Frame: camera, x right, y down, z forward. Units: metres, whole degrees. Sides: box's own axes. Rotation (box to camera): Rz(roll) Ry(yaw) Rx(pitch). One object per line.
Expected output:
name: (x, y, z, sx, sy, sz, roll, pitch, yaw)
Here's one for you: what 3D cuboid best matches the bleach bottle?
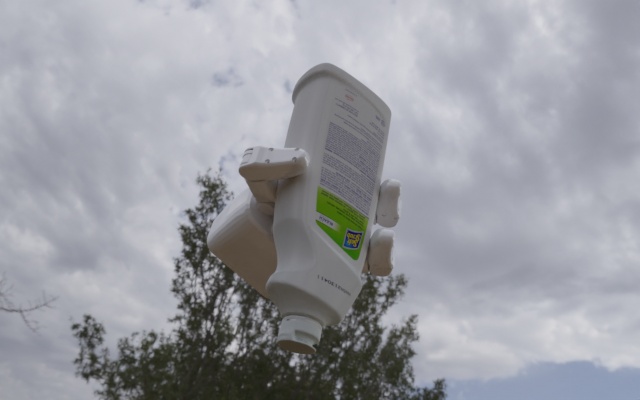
bleach bottle: (0.000, 0.001, 0.412, 0.102, 0.250, 0.068, 30, -36, -23)
